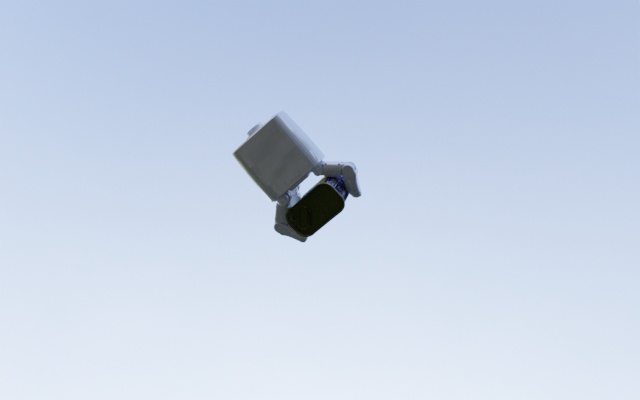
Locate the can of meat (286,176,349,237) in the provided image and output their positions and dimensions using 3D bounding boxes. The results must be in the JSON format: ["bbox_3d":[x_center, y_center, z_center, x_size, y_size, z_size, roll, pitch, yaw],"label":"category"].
[{"bbox_3d":[0.000,0.002,0.794,0.102,0.057,0.084,-41,6,24],"label":"can of meat"}]
